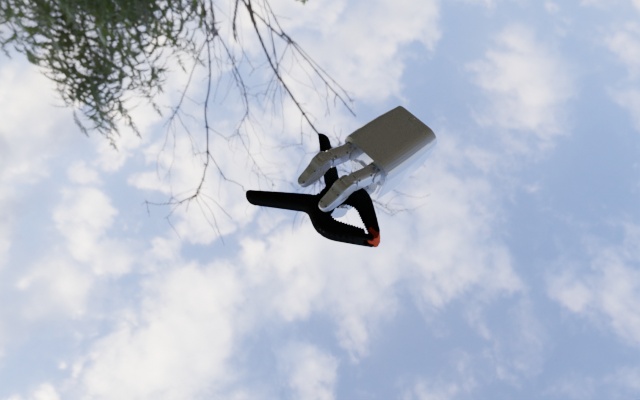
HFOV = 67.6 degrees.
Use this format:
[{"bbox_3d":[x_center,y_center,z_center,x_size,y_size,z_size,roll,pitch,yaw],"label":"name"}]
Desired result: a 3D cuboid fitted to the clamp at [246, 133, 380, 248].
[{"bbox_3d":[0.001,0.003,0.702,0.164,0.210,0.036,-35,-31,-13],"label":"clamp"}]
